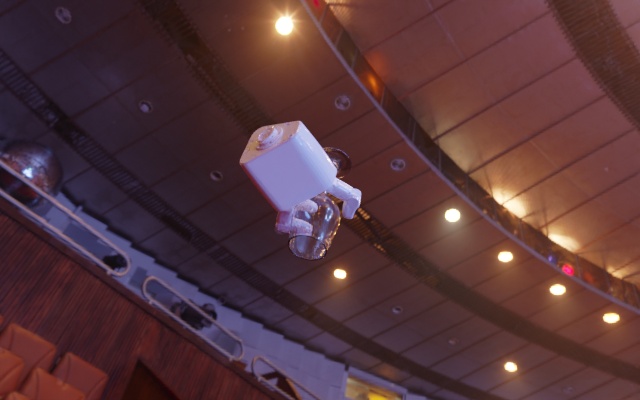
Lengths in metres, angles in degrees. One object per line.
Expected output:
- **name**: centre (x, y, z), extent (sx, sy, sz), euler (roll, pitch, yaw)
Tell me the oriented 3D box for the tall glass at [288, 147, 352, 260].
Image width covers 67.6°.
- **tall glass**: centre (0.000, 0.002, 0.797), extent (0.079, 0.201, 0.079), euler (8, -43, 8)
